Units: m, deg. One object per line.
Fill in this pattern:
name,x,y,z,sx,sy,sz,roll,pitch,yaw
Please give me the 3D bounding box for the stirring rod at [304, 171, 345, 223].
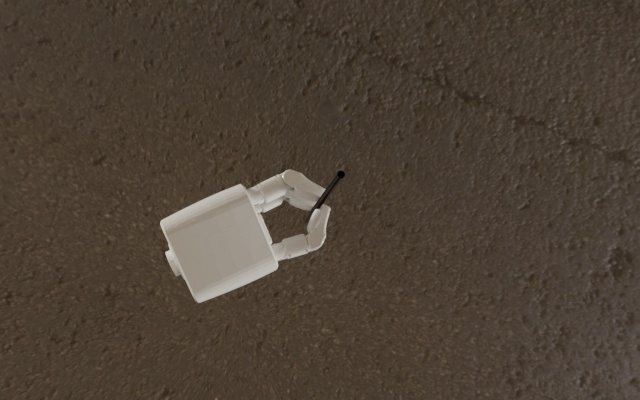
stirring rod,0.000,0.002,0.588,0.011,0.011,0.239,0,-13,-10
